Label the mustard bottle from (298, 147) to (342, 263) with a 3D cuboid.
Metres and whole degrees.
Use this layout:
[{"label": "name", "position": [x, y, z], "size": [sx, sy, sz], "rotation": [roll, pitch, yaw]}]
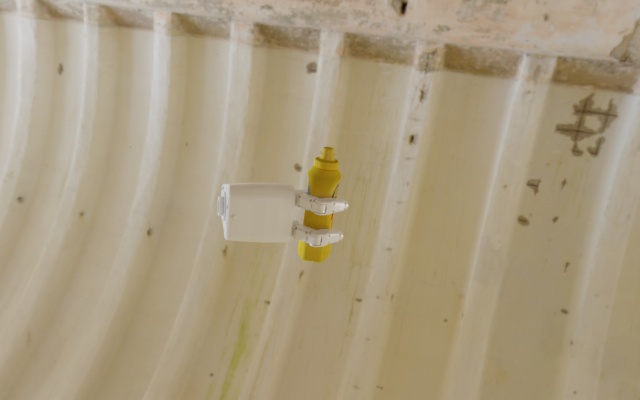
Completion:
[{"label": "mustard bottle", "position": [0.000, 0.003, 0.820], "size": [0.058, 0.192, 0.096], "rotation": [9, 18, 4]}]
